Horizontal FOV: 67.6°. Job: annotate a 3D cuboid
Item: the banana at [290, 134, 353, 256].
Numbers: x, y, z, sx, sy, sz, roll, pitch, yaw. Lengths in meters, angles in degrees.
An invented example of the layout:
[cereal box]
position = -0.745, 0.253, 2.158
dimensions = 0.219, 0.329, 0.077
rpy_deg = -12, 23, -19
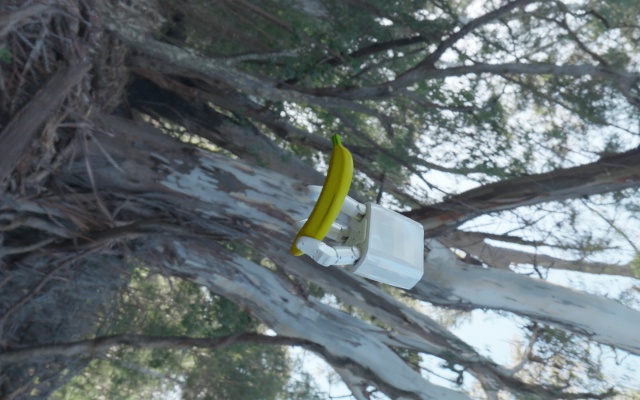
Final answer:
[banana]
position = 0.006, 0.005, 0.699
dimensions = 0.037, 0.198, 0.069
rpy_deg = 18, 13, -20
